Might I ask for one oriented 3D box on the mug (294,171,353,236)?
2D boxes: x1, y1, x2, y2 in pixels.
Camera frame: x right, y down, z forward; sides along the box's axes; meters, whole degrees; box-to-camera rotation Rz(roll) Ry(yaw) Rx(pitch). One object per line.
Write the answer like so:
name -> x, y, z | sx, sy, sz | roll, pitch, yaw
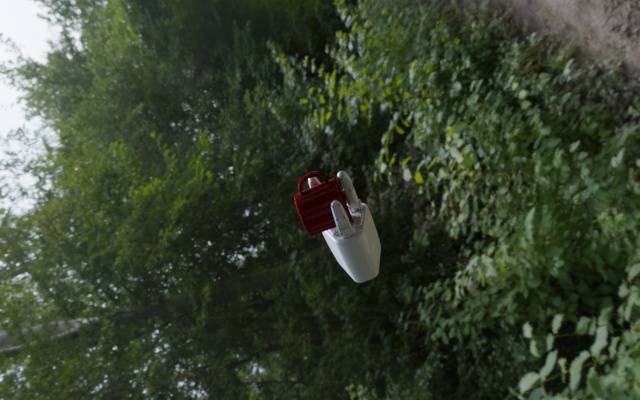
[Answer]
mug -> -0.001, 0.002, 0.849 | 0.081, 0.117, 0.093 | -22, 28, 4
